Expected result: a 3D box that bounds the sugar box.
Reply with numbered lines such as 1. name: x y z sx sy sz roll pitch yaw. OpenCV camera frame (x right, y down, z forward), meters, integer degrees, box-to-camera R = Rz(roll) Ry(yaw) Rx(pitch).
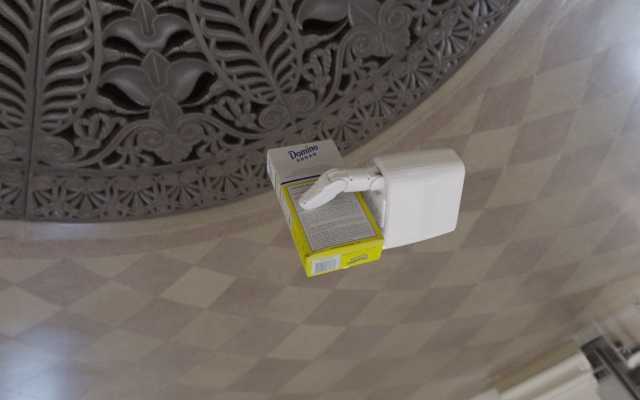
1. sugar box: 0.000 0.002 0.590 0.093 0.176 0.048 -11 -41 -16
